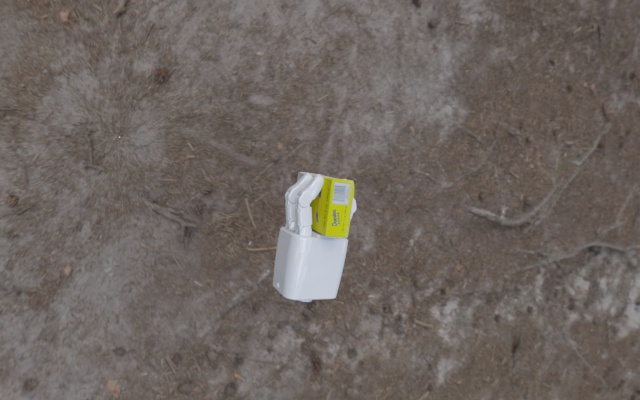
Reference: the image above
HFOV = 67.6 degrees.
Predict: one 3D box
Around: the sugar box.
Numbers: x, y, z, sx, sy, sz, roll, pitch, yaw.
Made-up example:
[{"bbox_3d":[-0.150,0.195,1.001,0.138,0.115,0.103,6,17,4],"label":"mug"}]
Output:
[{"bbox_3d":[0.000,0.003,0.827,0.048,0.093,0.176,6,4,-23],"label":"sugar box"}]
